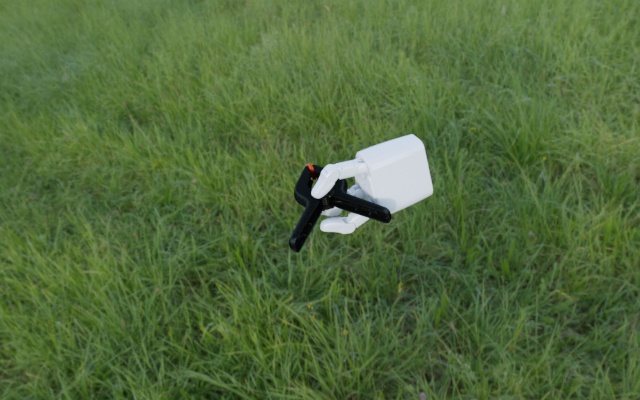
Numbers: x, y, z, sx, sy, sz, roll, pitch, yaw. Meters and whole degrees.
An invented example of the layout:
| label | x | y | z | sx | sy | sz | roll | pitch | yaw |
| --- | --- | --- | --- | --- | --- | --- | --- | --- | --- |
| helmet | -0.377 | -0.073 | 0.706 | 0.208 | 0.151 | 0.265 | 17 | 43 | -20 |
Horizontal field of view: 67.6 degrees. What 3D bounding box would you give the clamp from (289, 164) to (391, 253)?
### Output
| label | x | y | z | sx | sy | sz | roll | pitch | yaw |
| --- | --- | --- | --- | --- | --- | --- | --- | --- | --- |
| clamp | 0.000 | 0.002 | 0.801 | 0.164 | 0.036 | 0.210 | -21 | 37 | -12 |
